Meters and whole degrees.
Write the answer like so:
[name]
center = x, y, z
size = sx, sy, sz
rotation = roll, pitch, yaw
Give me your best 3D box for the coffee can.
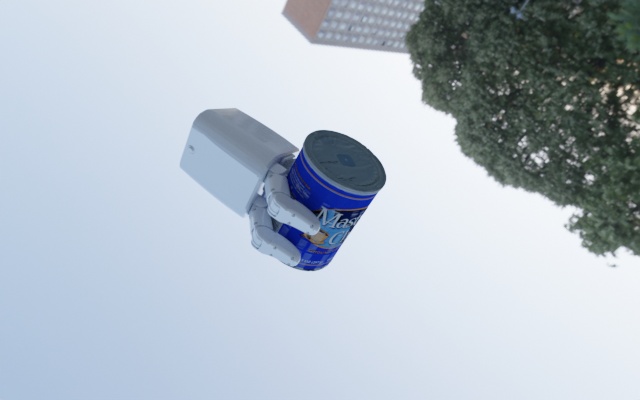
[coffee can]
center = 0.000, 0.002, 0.571
size = 0.103, 0.102, 0.140
rotation = 0, -44, -36
